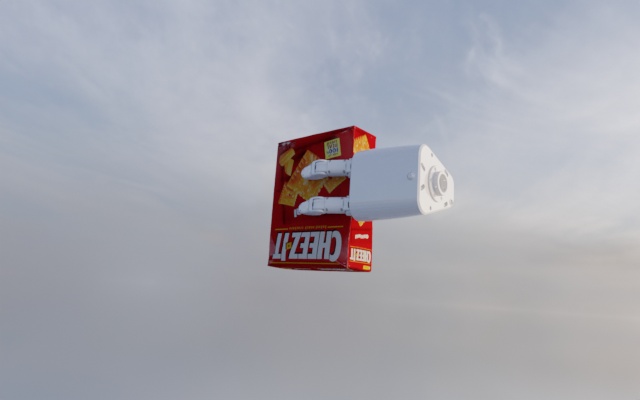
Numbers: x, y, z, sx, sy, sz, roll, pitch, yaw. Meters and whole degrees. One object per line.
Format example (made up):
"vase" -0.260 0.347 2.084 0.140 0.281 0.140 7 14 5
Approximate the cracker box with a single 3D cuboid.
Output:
"cracker box" 0.000 0.002 0.757 0.164 0.213 0.072 -5 -14 39
